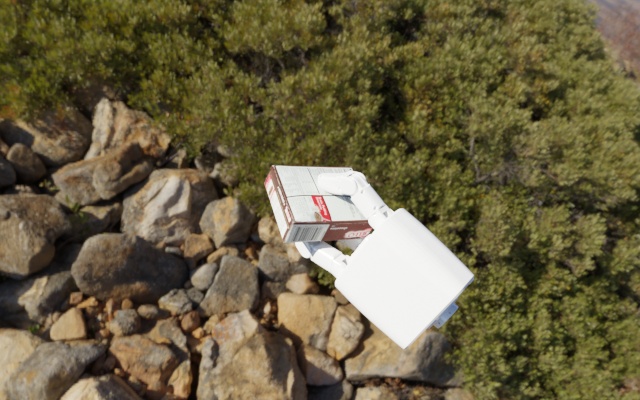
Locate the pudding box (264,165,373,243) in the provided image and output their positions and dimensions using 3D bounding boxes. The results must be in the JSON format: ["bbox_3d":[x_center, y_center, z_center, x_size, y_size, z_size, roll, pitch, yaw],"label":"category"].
[{"bbox_3d":[0.000,0.002,0.564,0.113,0.090,0.039,1,-41,-29],"label":"pudding box"}]
